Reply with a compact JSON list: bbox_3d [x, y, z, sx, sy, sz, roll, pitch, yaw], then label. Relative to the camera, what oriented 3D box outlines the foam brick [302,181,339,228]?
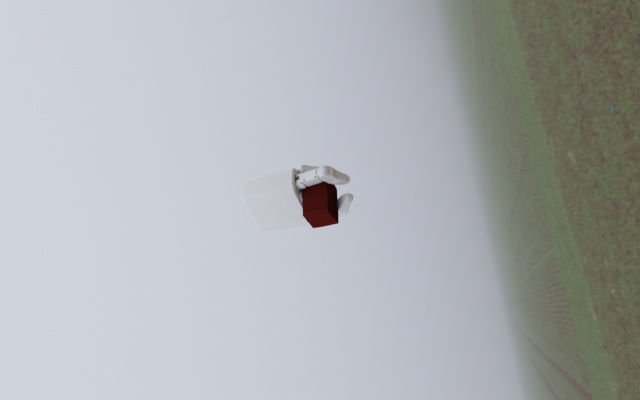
[{"bbox_3d":[0.000,0.003,0.862,0.051,0.078,0.053,-12,-33,16],"label":"foam brick"}]
